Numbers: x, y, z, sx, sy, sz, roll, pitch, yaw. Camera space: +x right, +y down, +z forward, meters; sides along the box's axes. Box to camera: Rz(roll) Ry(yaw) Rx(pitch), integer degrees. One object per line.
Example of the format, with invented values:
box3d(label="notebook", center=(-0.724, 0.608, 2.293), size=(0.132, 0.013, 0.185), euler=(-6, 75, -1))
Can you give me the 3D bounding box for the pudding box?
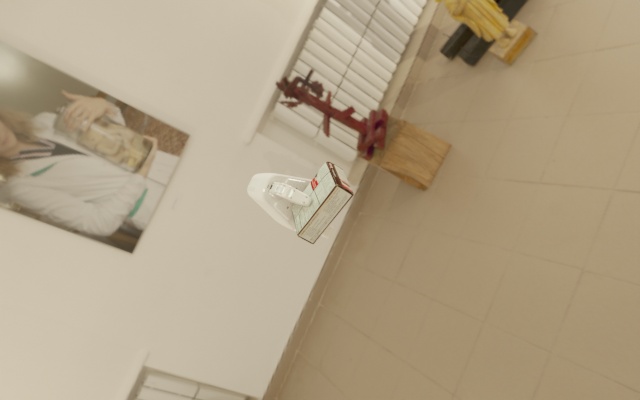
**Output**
box3d(label="pudding box", center=(0.000, 0.002, 0.789), size=(0.039, 0.113, 0.090), euler=(27, 22, -25))
